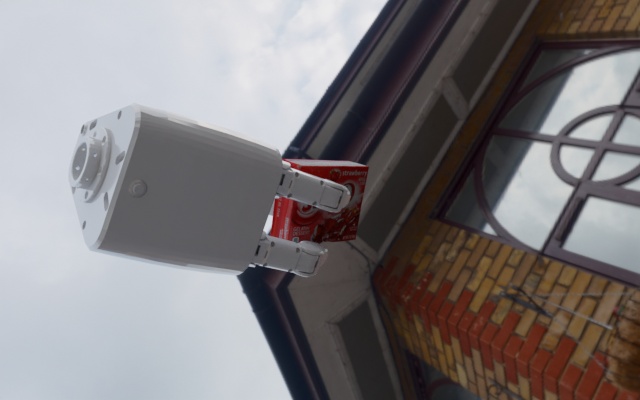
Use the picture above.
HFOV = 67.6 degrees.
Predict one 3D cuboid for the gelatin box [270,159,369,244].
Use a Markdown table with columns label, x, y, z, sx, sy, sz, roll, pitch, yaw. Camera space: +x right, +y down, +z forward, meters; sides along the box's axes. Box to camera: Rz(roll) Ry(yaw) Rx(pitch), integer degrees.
| label | x | y | z | sx | sy | sz | roll | pitch | yaw |
| --- | --- | --- | --- | --- | --- | --- | --- | --- | --- |
| gelatin box | 0.000 | 0.001 | 0.431 | 0.089 | 0.073 | 0.030 | -3 | 17 | -44 |
